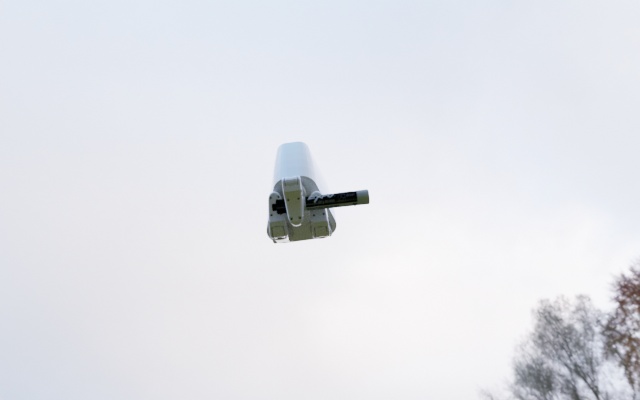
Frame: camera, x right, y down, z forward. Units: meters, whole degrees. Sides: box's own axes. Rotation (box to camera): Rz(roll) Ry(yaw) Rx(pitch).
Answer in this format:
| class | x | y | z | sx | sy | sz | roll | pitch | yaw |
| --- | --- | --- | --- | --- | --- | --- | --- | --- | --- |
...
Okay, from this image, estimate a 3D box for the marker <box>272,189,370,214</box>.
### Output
| class | x | y | z | sx | sy | sz | roll | pitch | yaw |
| --- | --- | --- | --- | --- | --- | --- | --- | --- | --- |
| marker | 0.000 | 0.002 | 0.594 | 0.121 | 0.020 | 0.020 | -7 | 0 | 0 |
